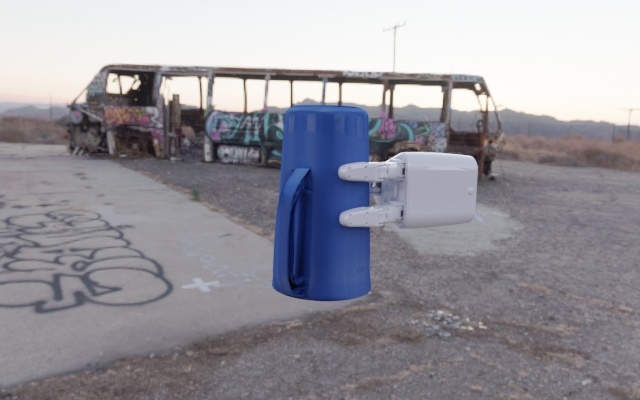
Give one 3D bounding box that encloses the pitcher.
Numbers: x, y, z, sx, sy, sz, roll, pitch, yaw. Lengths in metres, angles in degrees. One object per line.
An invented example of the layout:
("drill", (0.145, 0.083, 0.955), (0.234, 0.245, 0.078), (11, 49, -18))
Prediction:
("pitcher", (0.000, 0.002, 0.617), (0.145, 0.243, 0.149), (-1, 8, -16))
